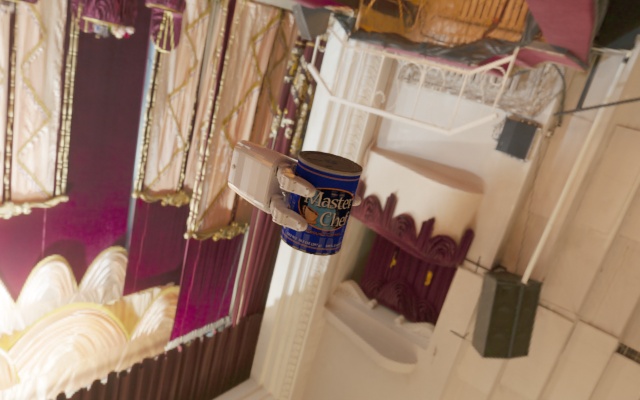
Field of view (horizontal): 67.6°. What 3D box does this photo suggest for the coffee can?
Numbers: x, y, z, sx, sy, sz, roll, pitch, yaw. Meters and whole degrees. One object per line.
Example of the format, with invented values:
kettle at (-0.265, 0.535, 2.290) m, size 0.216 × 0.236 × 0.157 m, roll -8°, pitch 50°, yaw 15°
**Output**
coffee can at (0.000, 0.002, 0.761) m, size 0.103 × 0.140 × 0.102 m, roll 13°, pitch 18°, yaw -4°
